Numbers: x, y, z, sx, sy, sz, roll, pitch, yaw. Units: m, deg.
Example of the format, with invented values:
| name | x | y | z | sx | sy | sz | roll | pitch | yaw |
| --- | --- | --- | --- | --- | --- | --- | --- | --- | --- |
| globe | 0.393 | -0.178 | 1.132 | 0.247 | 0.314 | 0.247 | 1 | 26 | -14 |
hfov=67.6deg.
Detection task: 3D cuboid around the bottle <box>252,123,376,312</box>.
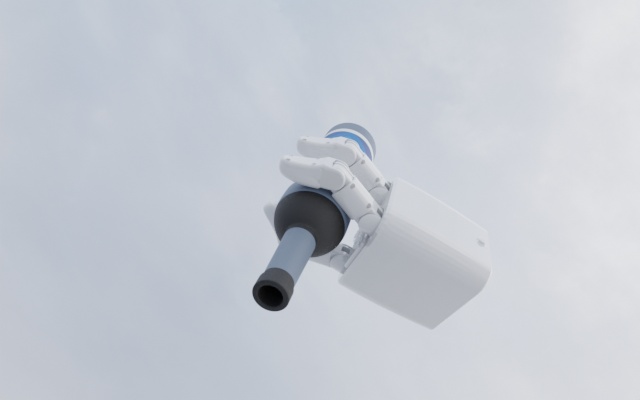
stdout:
| name | x | y | z | sx | sy | sz | roll | pitch | yaw |
| --- | --- | --- | --- | --- | --- | --- | --- | --- | --- |
| bottle | 0.000 | 0.001 | 0.458 | 0.069 | 0.069 | 0.295 | 0 | 26 | 15 |
